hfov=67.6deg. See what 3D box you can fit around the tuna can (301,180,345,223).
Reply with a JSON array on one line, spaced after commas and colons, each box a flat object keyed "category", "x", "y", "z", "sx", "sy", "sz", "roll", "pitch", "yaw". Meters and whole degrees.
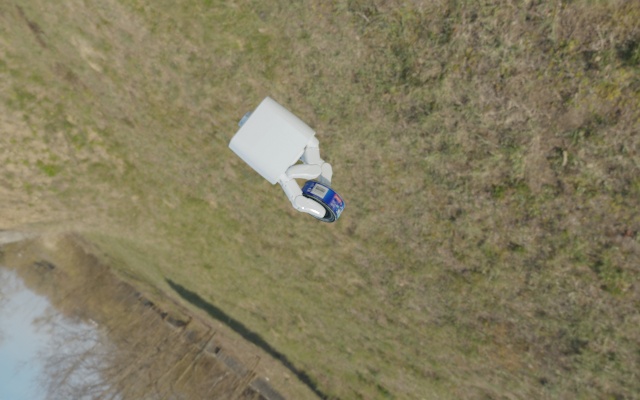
[{"category": "tuna can", "x": 0.000, "y": 0.003, "z": 0.871, "sx": 0.086, "sy": 0.033, "sz": 0.086, "roll": 27, "pitch": -24, "yaw": 13}]
